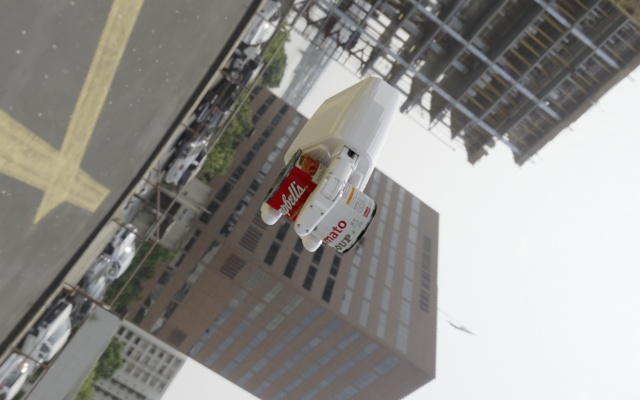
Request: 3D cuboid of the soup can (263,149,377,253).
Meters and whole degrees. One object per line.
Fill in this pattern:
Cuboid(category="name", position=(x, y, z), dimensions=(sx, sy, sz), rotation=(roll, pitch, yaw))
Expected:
Cuboid(category="soup can", position=(0.000, 0.002, 0.507), dimensions=(0.102, 0.068, 0.068), rotation=(34, -6, -9))
